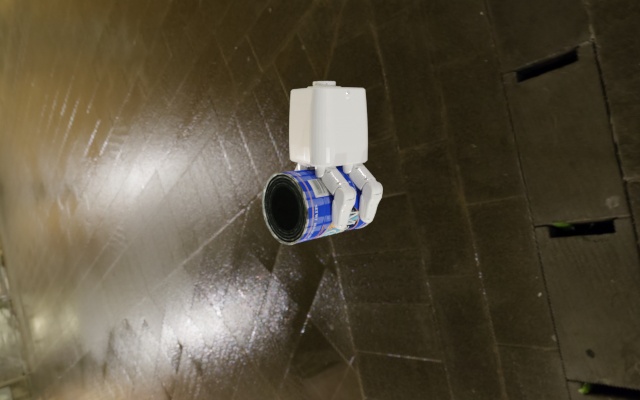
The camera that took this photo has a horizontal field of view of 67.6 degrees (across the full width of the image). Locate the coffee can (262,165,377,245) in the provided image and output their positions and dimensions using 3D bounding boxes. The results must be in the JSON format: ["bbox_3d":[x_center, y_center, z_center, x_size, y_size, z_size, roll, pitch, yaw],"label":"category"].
[{"bbox_3d":[0.000,0.002,0.706,0.140,0.103,0.103,-10,7,-41],"label":"coffee can"}]
